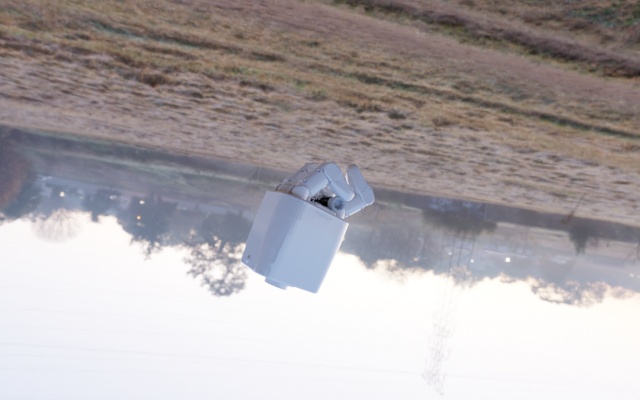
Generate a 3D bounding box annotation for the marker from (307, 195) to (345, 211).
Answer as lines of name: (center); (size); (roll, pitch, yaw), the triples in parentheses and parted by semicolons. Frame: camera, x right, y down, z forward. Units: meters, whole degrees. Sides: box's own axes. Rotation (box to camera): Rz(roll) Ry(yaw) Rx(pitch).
marker: (0.000, 0.002, 0.668); (0.020, 0.020, 0.121); (0, 3, -23)
